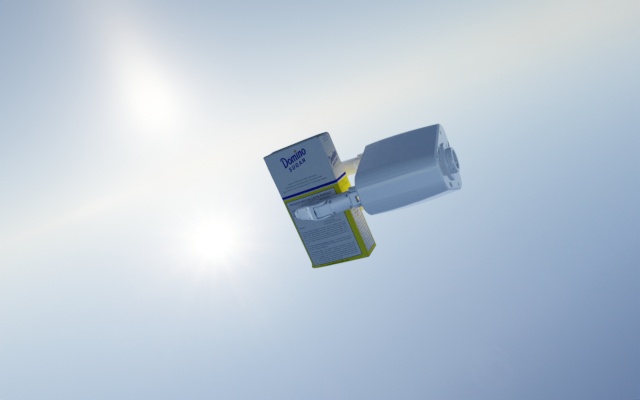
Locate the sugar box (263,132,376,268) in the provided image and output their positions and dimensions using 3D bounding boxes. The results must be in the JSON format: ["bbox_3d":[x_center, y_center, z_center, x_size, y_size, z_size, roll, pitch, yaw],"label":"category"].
[{"bbox_3d":[0.000,0.002,0.658,0.093,0.176,0.048,-17,11,28],"label":"sugar box"}]
